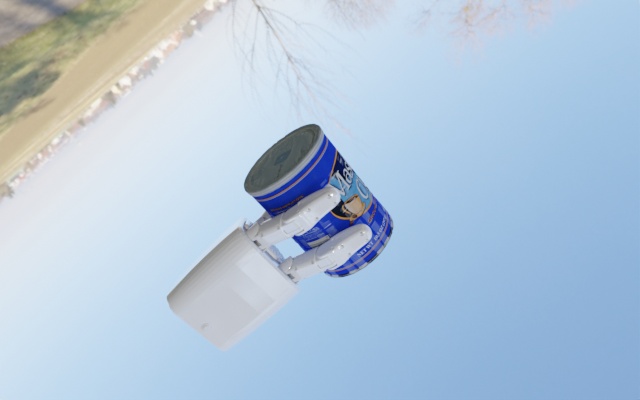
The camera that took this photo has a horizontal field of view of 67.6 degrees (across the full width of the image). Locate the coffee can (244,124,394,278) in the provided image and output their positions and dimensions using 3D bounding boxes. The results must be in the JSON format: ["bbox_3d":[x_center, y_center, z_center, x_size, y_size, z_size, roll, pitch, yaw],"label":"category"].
[{"bbox_3d":[0.000,0.001,0.526,0.140,0.102,0.103,49,-26,-26],"label":"coffee can"}]
